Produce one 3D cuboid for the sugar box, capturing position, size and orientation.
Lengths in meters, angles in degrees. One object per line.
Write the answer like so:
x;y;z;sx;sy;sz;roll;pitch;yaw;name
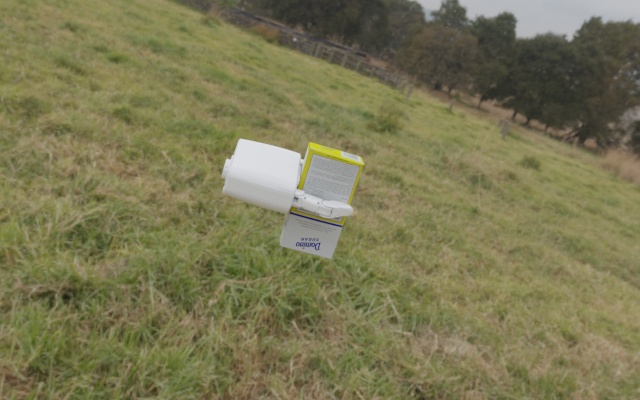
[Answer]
0.000;0.002;0.788;0.093;0.176;0.048;16;21;-9;sugar box
